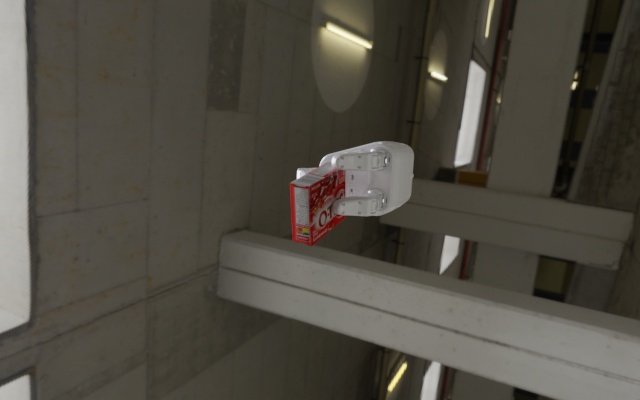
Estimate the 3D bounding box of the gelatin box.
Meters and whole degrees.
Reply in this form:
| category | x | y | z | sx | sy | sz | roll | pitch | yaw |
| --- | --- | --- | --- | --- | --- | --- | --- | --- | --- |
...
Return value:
| category | x | y | z | sx | sy | sz | roll | pitch | yaw |
| --- | --- | --- | --- | --- | --- | --- | --- | --- | --- |
| gelatin box | 0.000 | 0.002 | 0.565 | 0.030 | 0.073 | 0.089 | 11 | 25 | 28 |
